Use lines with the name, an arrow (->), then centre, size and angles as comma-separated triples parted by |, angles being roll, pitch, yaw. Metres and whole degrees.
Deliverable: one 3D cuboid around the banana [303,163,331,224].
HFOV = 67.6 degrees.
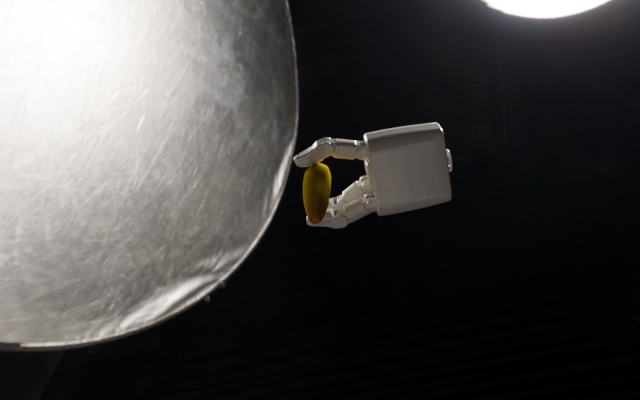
banana -> -0.002, -0.017, 0.660 | 0.037, 0.069, 0.198 | -8, 6, 3
